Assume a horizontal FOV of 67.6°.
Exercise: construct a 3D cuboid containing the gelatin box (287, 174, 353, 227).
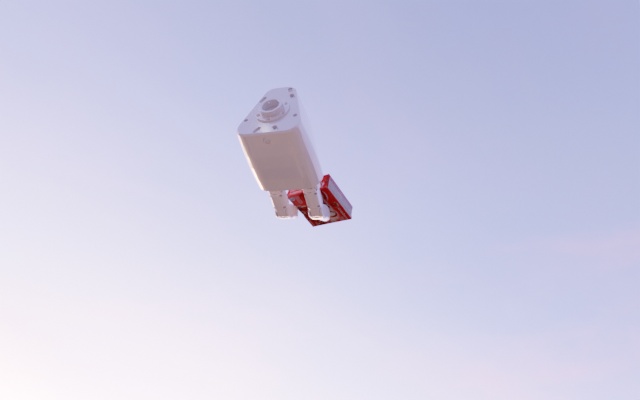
[{"bbox_3d":[0.000,0.002,0.766,0.073,0.030,0.089,-13,-43,26],"label":"gelatin box"}]
